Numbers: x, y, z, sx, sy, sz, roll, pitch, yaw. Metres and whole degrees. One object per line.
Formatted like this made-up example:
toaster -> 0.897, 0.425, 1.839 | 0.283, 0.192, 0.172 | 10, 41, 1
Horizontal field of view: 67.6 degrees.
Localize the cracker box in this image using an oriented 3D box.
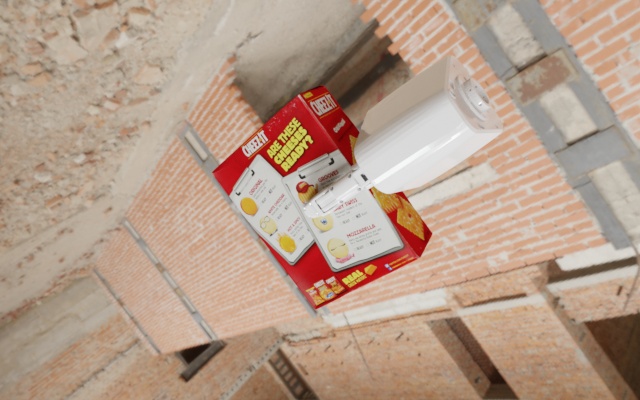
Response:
cracker box -> 0.000, 0.002, 0.561 | 0.164, 0.214, 0.072 | -34, 4, 34
